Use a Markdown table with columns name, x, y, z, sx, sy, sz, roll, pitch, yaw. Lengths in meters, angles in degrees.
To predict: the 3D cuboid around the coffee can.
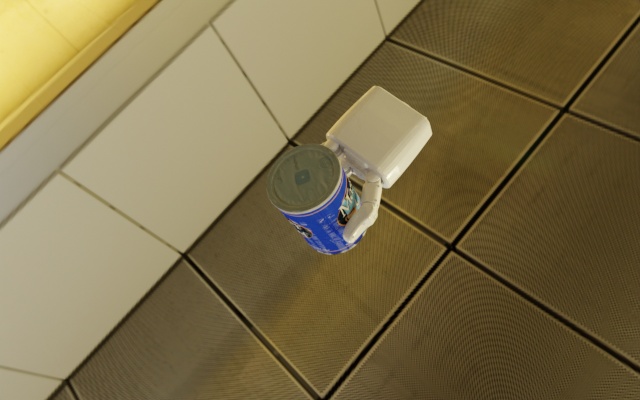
| name | x | y | z | sx | sy | sz | roll | pitch | yaw |
| --- | --- | --- | --- | --- | --- | --- | --- | --- | --- |
| coffee can | 0.000 | 0.002 | 0.666 | 0.103 | 0.102 | 0.140 | 0 | -28 | 22 |
